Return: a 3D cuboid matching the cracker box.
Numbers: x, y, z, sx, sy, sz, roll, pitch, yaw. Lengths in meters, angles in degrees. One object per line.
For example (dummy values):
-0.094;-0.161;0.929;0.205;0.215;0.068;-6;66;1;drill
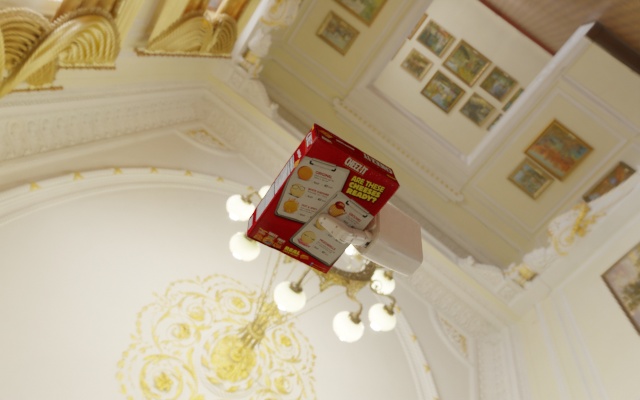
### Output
0.000;0.003;0.802;0.164;0.214;0.072;28;24;-21;cracker box
